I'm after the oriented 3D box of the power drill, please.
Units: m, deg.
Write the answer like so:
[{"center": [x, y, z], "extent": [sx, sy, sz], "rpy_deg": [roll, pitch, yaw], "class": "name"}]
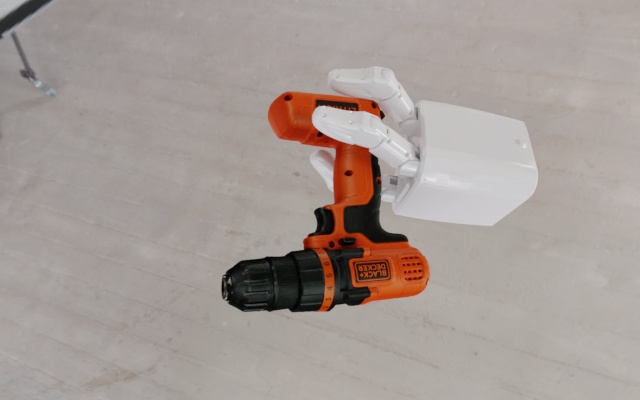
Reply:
[{"center": [0.000, 0.001, 0.419], "extent": [0.184, 0.187, 0.057], "rpy_deg": [0, -16, -26], "class": "power drill"}]
